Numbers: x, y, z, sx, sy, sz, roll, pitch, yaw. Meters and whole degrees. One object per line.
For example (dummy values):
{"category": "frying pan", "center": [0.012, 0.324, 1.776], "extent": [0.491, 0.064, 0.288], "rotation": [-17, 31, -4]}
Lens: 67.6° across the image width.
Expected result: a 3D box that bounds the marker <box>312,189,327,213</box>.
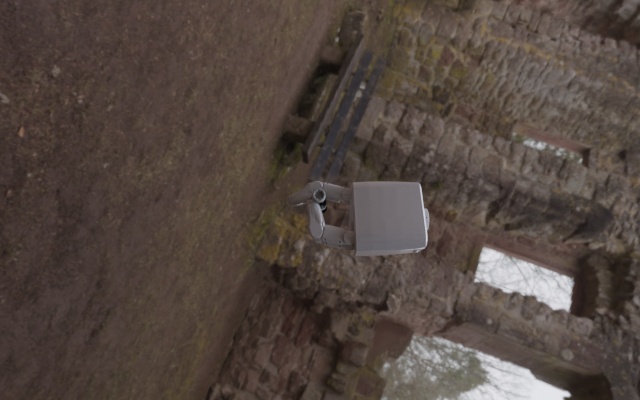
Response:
{"category": "marker", "center": [0.000, 0.002, 0.750], "extent": [0.020, 0.020, 0.121], "rotation": [0, -11, 2]}
